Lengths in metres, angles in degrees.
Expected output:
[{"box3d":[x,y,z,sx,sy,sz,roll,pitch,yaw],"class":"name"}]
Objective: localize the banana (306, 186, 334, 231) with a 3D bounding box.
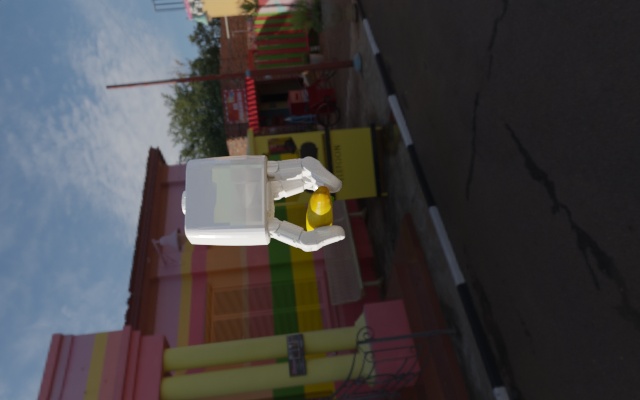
[{"box3d":[-0.001,0.021,0.681,0.037,0.069,0.198,3,-3,2],"class":"banana"}]
